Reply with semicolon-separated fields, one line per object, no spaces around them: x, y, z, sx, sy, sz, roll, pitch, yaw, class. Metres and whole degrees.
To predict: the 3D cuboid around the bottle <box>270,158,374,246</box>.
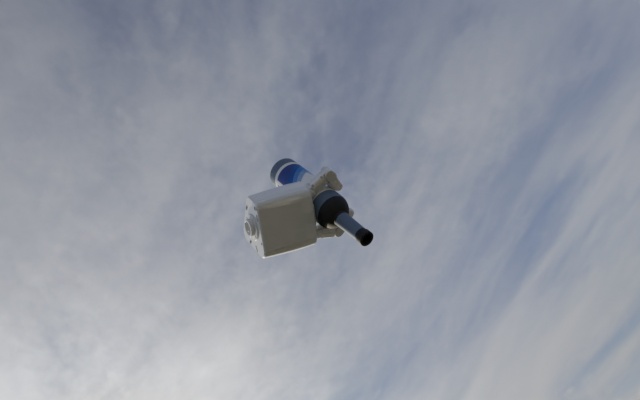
0.000;0.003;0.897;0.069;0.069;0.295;0;25;-35;bottle
